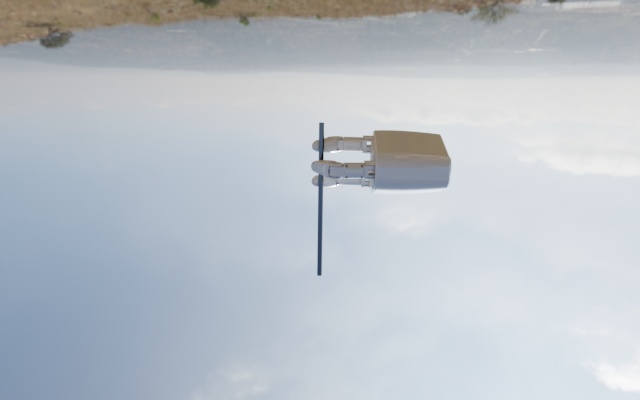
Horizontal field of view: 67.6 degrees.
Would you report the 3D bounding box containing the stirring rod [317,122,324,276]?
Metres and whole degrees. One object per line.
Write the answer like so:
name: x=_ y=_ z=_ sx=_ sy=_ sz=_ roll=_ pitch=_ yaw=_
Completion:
stirring rod: x=0.000 y=0.002 z=0.730 sx=0.011 sy=0.239 sz=0.011 roll=1 pitch=15 yaw=0
